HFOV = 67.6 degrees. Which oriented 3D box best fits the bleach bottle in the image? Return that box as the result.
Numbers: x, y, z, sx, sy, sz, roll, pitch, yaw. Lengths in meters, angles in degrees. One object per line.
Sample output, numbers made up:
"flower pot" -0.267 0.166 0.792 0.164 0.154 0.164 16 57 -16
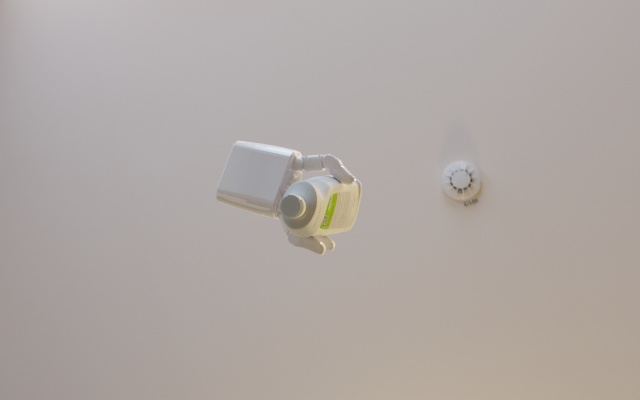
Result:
"bleach bottle" 0.000 0.002 0.722 0.068 0.102 0.251 11 1 17
